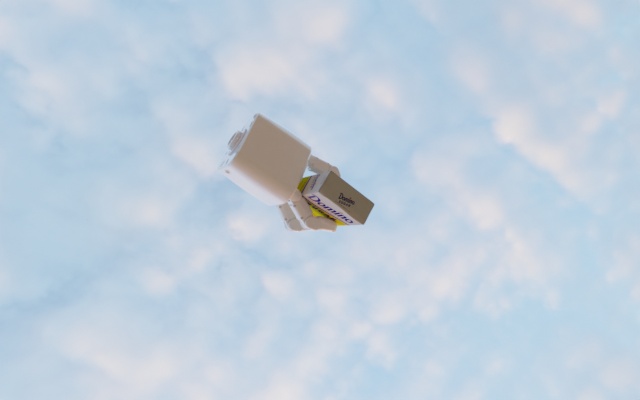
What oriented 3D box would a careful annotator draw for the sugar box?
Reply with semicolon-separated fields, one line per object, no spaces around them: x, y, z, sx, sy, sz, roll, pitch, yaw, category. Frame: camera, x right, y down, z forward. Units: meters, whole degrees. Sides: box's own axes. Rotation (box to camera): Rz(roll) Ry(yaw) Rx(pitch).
0.000;0.003;0.780;0.093;0.048;0.176;36;-17;-20;sugar box
